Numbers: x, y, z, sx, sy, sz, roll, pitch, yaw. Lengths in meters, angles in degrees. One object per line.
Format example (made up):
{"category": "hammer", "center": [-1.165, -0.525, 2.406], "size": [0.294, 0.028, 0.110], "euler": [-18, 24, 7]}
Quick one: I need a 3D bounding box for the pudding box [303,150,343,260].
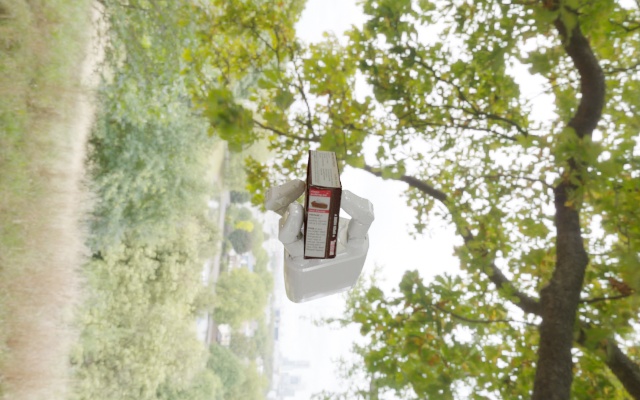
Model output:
{"category": "pudding box", "center": [0.000, 0.002, 0.547], "size": [0.039, 0.090, 0.113], "euler": [2, 25, -5]}
